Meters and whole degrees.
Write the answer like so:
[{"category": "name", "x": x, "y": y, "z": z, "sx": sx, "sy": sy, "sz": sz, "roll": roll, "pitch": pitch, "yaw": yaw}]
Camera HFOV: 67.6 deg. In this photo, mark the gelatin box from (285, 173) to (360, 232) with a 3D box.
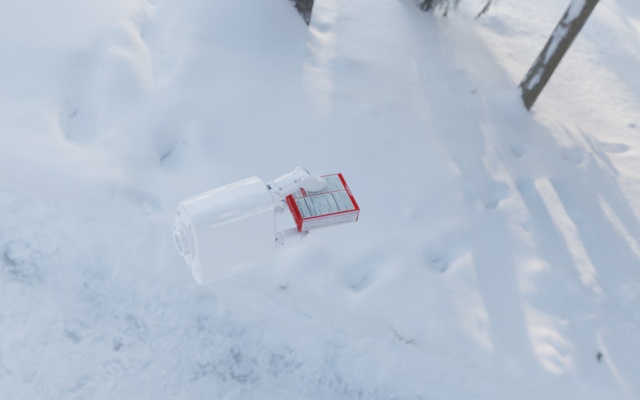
[{"category": "gelatin box", "x": 0.000, "y": 0.002, "z": 0.664, "sx": 0.089, "sy": 0.073, "sz": 0.030, "roll": -11, "pitch": -40, "yaw": -18}]
